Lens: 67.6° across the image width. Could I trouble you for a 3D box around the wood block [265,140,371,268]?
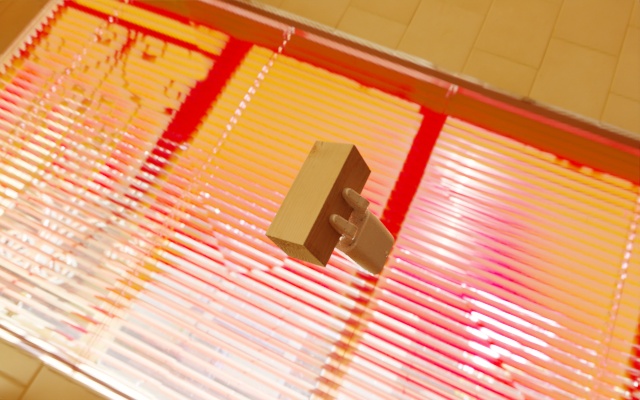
[{"bbox_3d":[0.000,0.003,0.864,0.091,0.206,0.090,11,-26,37],"label":"wood block"}]
